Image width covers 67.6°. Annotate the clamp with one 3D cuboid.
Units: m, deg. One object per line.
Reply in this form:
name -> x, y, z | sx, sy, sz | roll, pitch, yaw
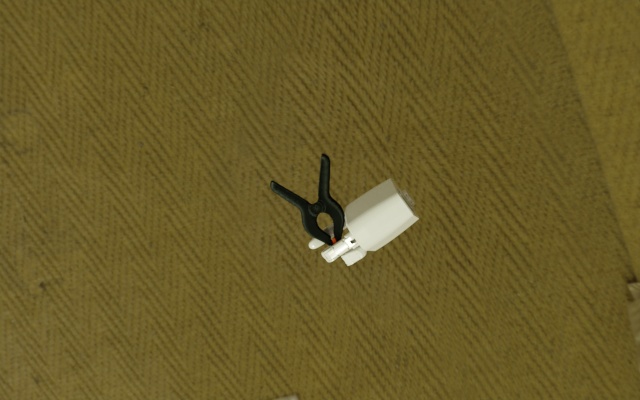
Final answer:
clamp -> 0.000, 0.003, 0.873 | 0.120, 0.171, 0.039 | -36, 1, 13
